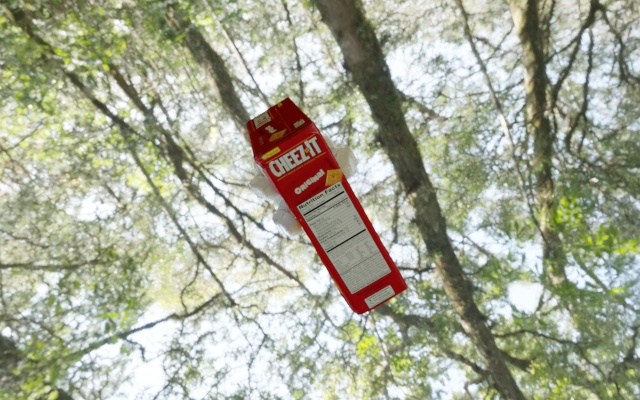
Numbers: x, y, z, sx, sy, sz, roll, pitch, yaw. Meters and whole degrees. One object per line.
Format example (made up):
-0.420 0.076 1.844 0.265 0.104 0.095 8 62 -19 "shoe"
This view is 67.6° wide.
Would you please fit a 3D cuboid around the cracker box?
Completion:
0.000 0.002 0.542 0.072 0.214 0.164 -31 23 0 "cracker box"
